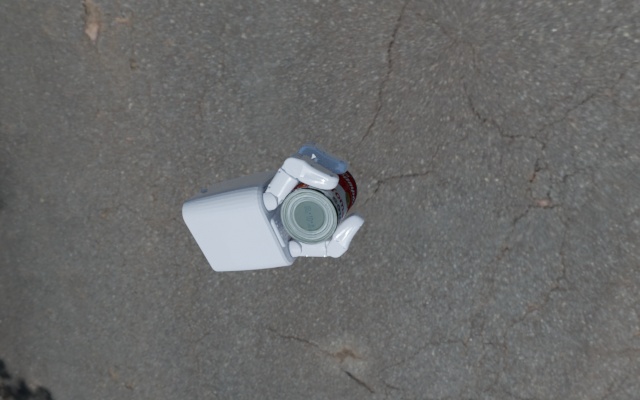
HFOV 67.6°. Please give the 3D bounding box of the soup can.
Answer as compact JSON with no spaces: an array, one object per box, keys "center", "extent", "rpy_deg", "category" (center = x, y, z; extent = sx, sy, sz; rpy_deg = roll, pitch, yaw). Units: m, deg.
[{"center":[0.001,0.002,0.562],"extent":[0.068,0.068,0.102],"rpy_deg":[0,19,17],"category":"soup can"}]
